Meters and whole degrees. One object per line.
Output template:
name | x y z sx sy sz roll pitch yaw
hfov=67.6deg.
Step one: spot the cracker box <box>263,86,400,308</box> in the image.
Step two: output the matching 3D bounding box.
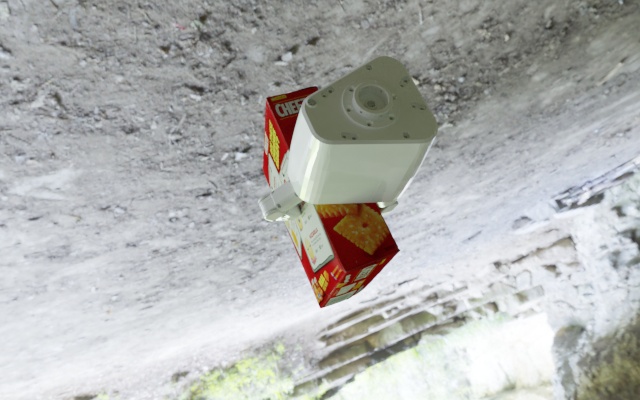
cracker box | 0.000 0.002 0.565 0.072 0.213 0.164 -18 -21 -16
